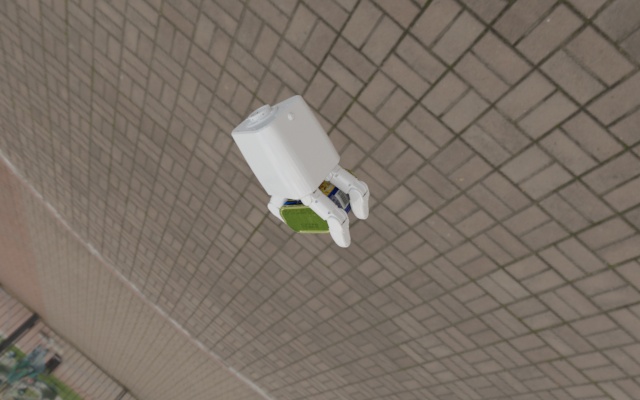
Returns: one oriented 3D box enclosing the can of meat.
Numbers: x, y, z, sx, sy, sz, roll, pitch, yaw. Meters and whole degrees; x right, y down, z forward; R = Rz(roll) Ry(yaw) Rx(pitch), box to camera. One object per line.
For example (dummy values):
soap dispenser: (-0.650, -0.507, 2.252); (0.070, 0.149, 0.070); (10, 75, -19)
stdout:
can of meat: (0.000, 0.003, 0.706); (0.102, 0.057, 0.084); (-4, 35, 43)
